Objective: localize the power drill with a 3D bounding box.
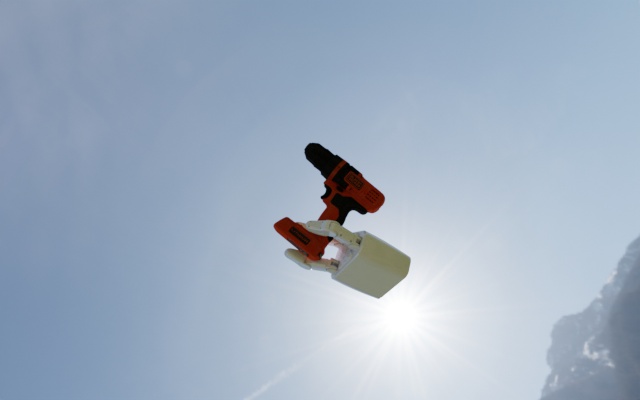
[{"bbox_3d":[0.000,0.003,0.890,0.184,0.187,0.057,39,-12,9],"label":"power drill"}]
